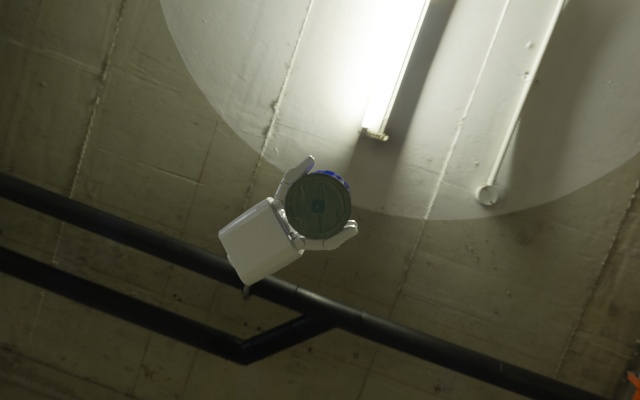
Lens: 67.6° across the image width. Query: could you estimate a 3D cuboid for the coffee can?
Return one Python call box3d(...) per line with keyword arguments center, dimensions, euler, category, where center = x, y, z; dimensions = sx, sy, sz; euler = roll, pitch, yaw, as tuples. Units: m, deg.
box3d(center=(0.000, 0.002, 0.792), dimensions=(0.103, 0.103, 0.140), euler=(0, 5, 4), category="coffee can")
